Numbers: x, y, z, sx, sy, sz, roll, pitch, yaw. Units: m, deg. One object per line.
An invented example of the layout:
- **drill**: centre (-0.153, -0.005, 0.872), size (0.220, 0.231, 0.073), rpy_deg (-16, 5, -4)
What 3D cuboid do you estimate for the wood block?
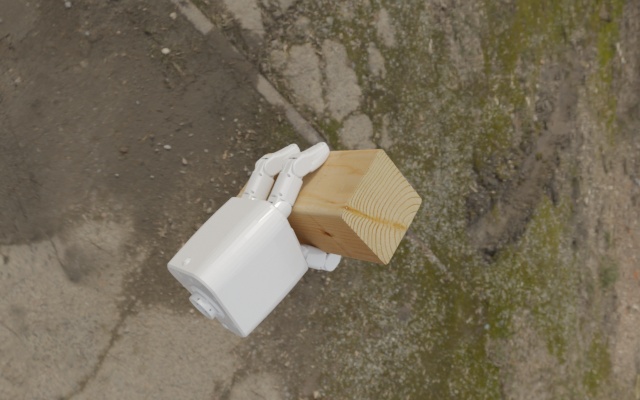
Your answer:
- **wood block**: centre (0.000, 0.002, 0.569), size (0.206, 0.090, 0.091), rpy_deg (5, -34, 50)
